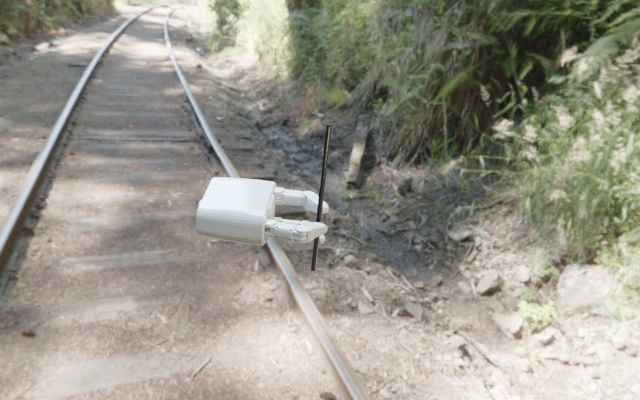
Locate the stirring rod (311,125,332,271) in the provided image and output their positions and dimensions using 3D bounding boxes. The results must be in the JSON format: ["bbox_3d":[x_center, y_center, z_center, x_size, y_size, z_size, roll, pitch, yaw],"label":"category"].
[{"bbox_3d":[0.000,0.003,0.741,0.011,0.240,0.011,5,22,-2],"label":"stirring rod"}]
